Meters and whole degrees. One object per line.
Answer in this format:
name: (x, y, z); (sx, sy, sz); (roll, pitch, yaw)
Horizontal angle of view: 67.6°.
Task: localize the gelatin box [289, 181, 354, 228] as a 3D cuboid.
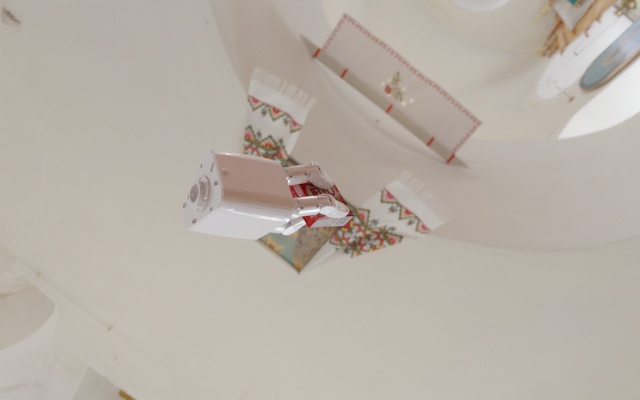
gelatin box: (0.000, 0.003, 0.717); (0.089, 0.073, 0.030); (0, -37, -51)
